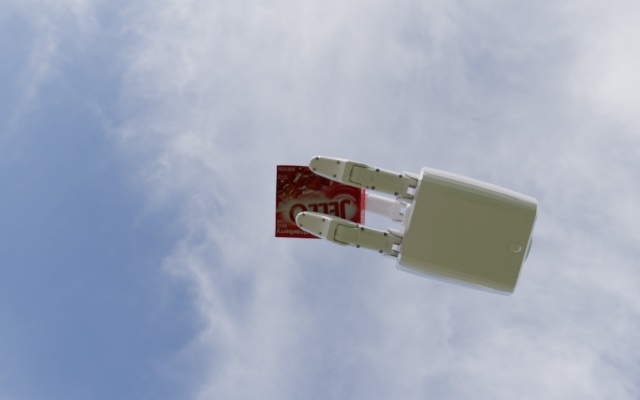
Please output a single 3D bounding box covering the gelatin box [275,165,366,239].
[{"bbox_3d":[0.000,0.002,0.476,0.089,0.073,0.030,2,2,15],"label":"gelatin box"}]
